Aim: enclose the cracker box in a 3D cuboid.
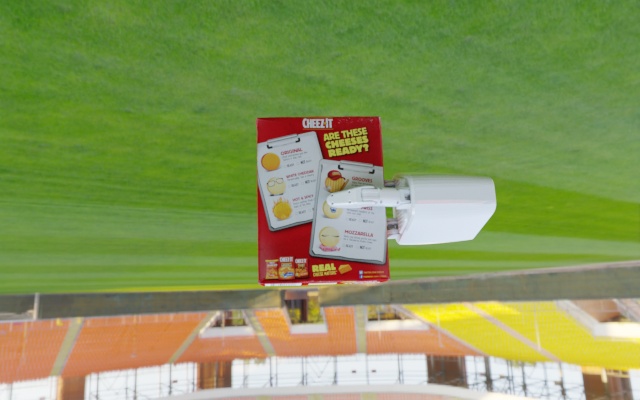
[{"bbox_3d":[0.000,0.002,0.626,0.164,0.213,0.072,-1,-12,-5],"label":"cracker box"}]
